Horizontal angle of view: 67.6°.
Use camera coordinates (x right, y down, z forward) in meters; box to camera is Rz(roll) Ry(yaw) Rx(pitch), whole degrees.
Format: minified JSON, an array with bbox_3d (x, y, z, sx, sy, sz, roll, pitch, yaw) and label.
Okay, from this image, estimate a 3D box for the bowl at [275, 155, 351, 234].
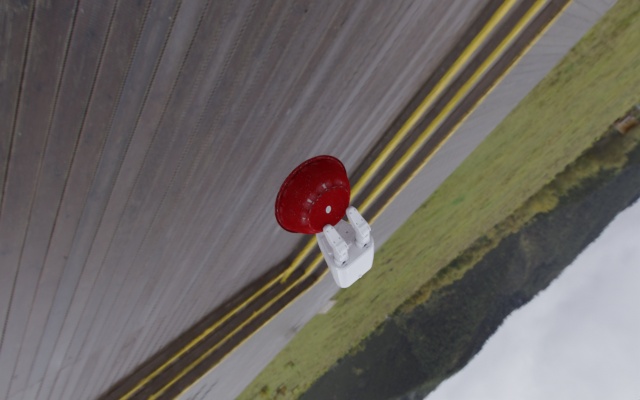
[{"bbox_3d":[0.000,0.002,0.847,0.162,0.162,0.055,0,29,-43],"label":"bowl"}]
